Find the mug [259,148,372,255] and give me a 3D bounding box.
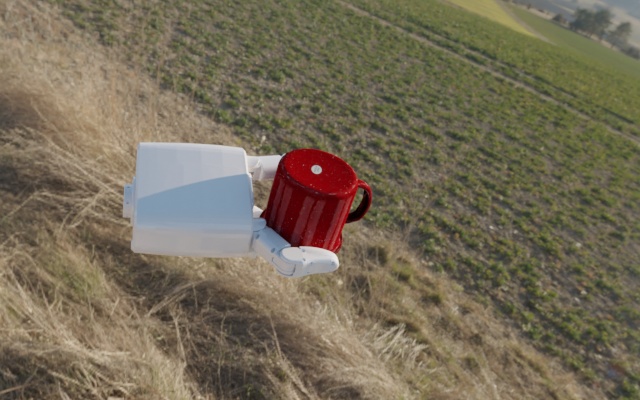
[{"bbox_3d":[0.001,0.002,0.489,0.117,0.081,0.093,1,39,-23],"label":"mug"}]
